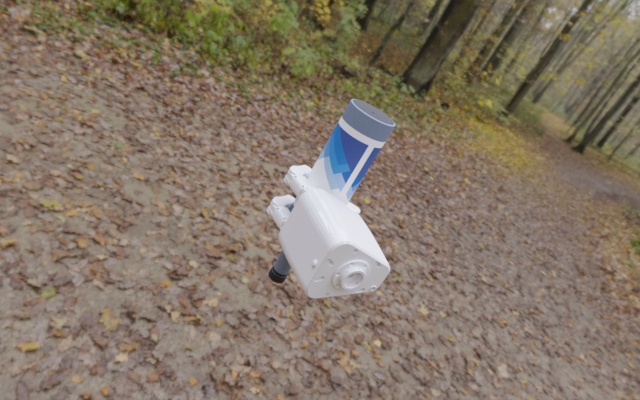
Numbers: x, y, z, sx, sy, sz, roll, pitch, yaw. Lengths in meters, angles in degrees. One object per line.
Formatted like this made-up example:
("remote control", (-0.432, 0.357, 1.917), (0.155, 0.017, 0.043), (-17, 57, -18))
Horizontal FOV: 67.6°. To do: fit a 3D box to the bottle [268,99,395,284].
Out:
("bottle", (0.000, 0.002, 0.675), (0.069, 0.296, 0.069), (25, 24, -12))
